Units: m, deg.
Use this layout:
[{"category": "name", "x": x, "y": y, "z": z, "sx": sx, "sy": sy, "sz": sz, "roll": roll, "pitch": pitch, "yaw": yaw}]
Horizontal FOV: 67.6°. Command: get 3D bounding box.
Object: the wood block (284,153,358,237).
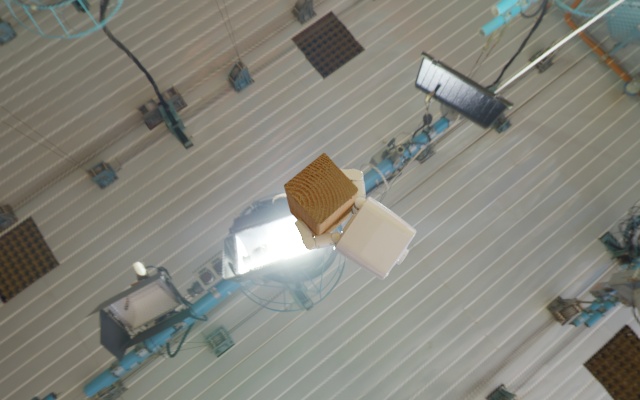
[{"category": "wood block", "x": 0.000, "y": 0.003, "z": 0.868, "sx": 0.091, "sy": 0.090, "sz": 0.206, "roll": -41, "pitch": -10, "yaw": -9}]
